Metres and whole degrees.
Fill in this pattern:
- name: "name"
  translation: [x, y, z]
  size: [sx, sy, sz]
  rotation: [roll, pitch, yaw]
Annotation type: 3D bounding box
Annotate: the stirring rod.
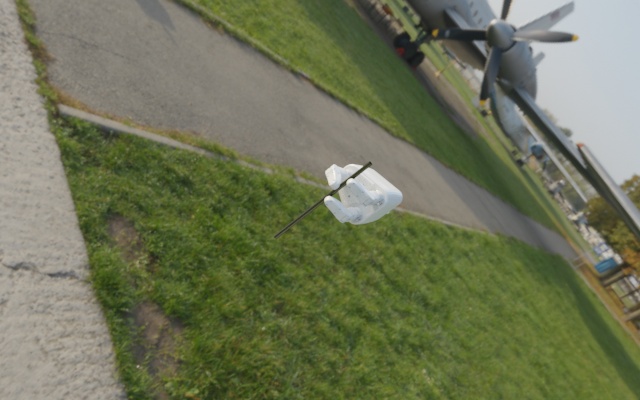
- name: "stirring rod"
  translation: [0.000, 0.003, 0.879]
  size: [0.239, 0.011, 0.011]
  rotation: [-38, -17, 23]
